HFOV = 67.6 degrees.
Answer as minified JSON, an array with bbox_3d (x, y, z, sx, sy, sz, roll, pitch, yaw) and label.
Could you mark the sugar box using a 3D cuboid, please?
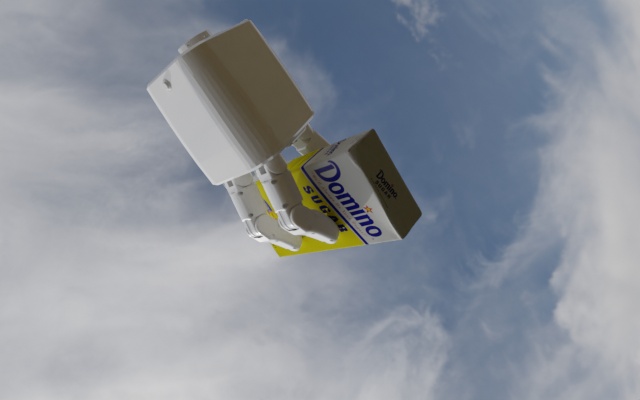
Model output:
[{"bbox_3d":[0.000,0.002,0.462,0.176,0.093,0.048,-14,24,50],"label":"sugar box"}]
